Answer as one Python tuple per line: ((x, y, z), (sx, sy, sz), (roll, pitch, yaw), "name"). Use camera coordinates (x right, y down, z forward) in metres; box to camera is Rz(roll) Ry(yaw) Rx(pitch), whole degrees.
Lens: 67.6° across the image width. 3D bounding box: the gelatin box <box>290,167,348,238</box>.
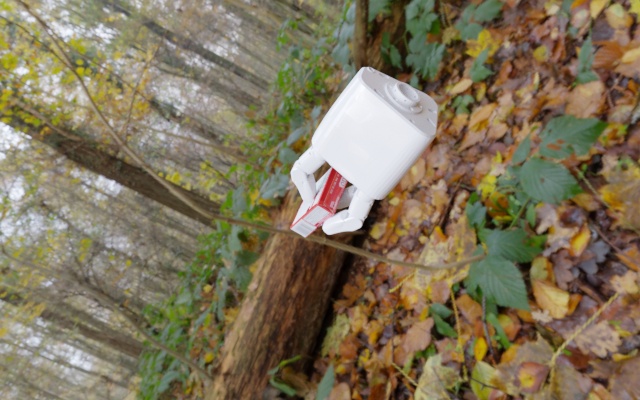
((0.000, 0.002, 0.662), (0.030, 0.073, 0.089), (33, -37, -12), "gelatin box")
